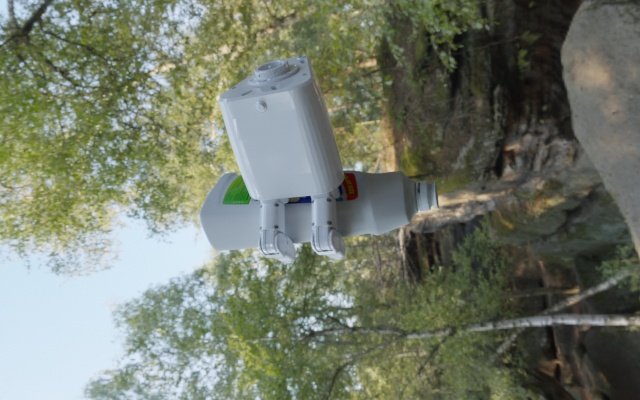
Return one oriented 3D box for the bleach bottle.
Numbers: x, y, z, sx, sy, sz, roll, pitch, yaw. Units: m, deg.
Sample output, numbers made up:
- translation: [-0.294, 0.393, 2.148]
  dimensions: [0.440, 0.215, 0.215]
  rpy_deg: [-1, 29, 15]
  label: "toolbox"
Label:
- translation: [0.000, 0.002, 0.524]
  dimensions: [0.251, 0.068, 0.102]
  rpy_deg: [-6, 32, 18]
  label: "bleach bottle"
